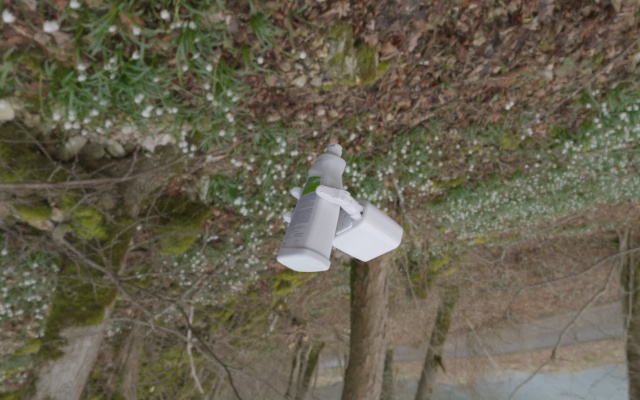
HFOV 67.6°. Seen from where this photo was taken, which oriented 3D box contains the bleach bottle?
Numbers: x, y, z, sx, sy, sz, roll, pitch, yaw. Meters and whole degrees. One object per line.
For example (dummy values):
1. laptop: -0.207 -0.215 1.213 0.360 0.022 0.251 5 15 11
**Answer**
1. bleach bottle: 0.000 0.003 0.879 0.068 0.250 0.102 33 -28 -31
